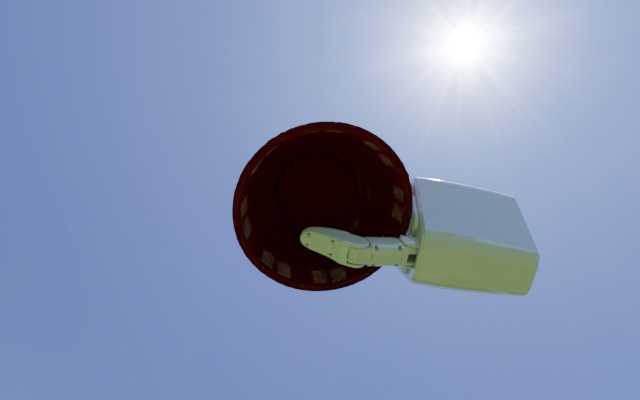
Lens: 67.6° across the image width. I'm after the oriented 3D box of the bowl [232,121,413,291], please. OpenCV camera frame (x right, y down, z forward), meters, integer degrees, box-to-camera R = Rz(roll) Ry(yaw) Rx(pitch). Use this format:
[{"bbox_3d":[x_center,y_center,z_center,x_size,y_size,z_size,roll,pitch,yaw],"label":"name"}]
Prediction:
[{"bbox_3d":[-0.001,0.001,0.444,0.162,0.162,0.055,0,21,-9],"label":"bowl"}]
